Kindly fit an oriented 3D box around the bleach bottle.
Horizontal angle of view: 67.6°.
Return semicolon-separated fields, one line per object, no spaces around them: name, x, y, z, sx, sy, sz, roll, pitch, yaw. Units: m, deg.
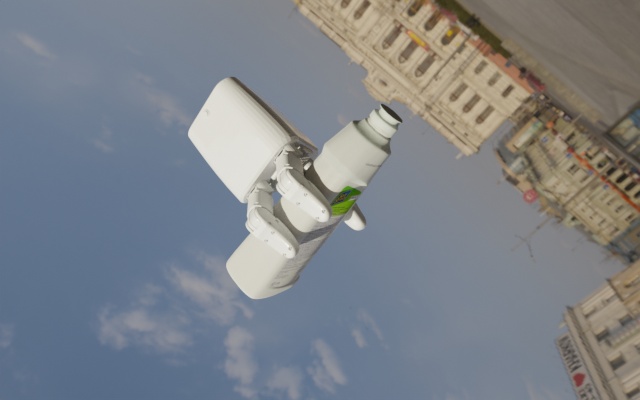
bleach bottle;0.000;0.002;0.522;0.251;0.068;0.102;-50;-18;25
